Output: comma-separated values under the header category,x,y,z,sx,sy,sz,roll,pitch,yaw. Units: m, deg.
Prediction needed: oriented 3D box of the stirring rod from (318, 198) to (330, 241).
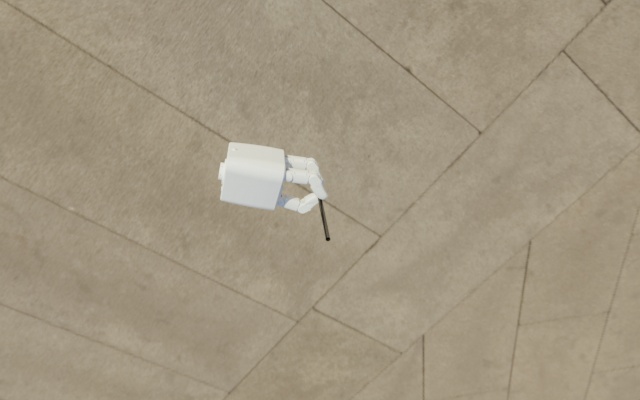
category,x,y,z,sx,sy,sz,roll,pitch,yaw
stirring rod,0.000,0.003,0.894,0.011,0.011,0.239,0,31,-7
